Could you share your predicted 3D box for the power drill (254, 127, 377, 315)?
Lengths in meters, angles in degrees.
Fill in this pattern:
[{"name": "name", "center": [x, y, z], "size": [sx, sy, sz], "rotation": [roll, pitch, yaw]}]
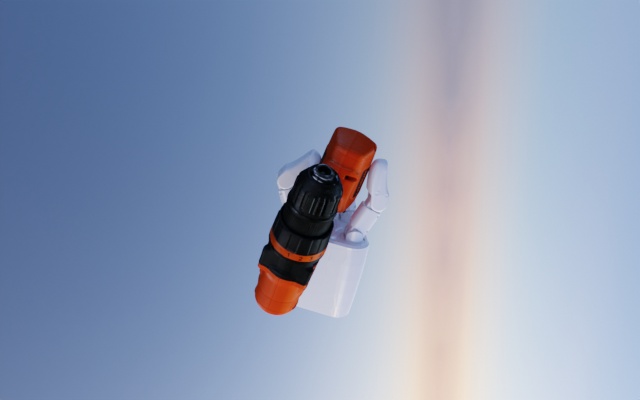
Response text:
[{"name": "power drill", "center": [0.000, 0.002, 0.480], "size": [0.057, 0.185, 0.187], "rotation": [28, 42, 4]}]
